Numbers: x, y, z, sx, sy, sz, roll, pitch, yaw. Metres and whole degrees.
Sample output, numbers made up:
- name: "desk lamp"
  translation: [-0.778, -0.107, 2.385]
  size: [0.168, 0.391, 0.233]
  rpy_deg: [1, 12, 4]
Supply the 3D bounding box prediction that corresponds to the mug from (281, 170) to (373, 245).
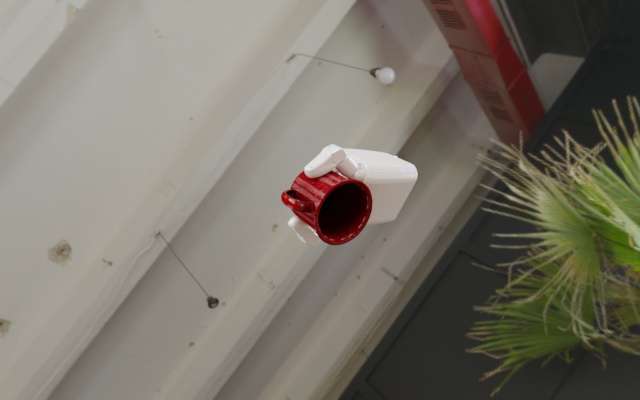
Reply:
- name: "mug"
  translation: [-0.001, 0.002, 0.642]
  size: [0.117, 0.093, 0.081]
  rpy_deg: [0, 21, -36]
